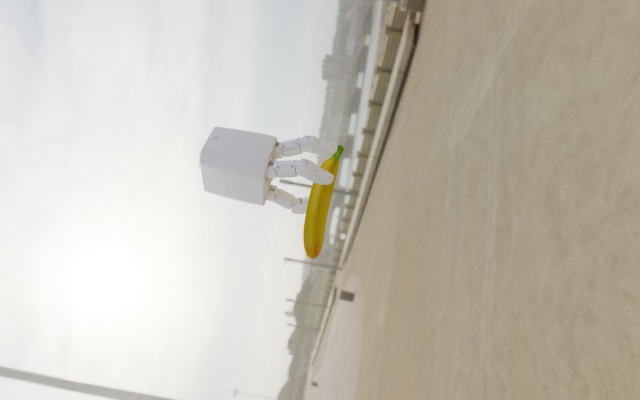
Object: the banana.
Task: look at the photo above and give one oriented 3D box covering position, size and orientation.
[{"bbox_3d":[-0.002,0.007,0.764,0.037,0.197,0.070,14,-25,-3],"label":"banana"}]
